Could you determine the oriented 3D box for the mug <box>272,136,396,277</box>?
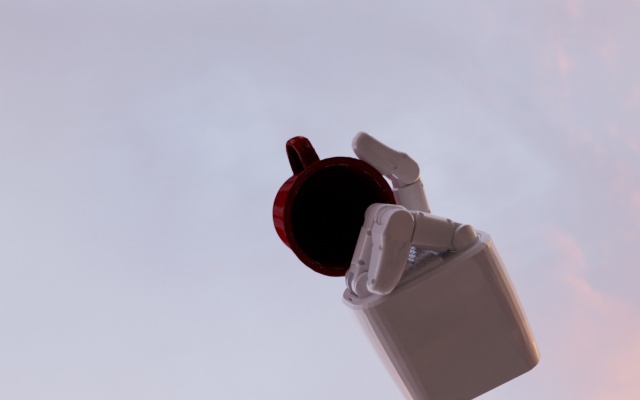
[{"bbox_3d":[-0.001,0.000,0.401,0.093,0.117,0.081,-29,9,-14],"label":"mug"}]
